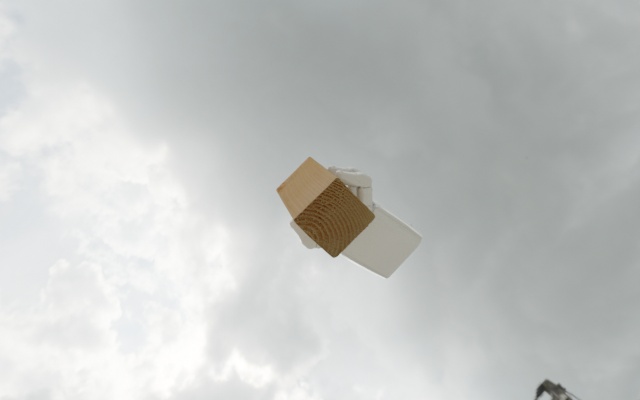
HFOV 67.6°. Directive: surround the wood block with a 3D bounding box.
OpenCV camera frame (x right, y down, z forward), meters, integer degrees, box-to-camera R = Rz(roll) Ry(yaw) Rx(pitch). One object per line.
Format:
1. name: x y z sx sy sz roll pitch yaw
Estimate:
1. wood block: 0.000 0.003 0.784 0.090 0.091 0.206 44 1 -18
